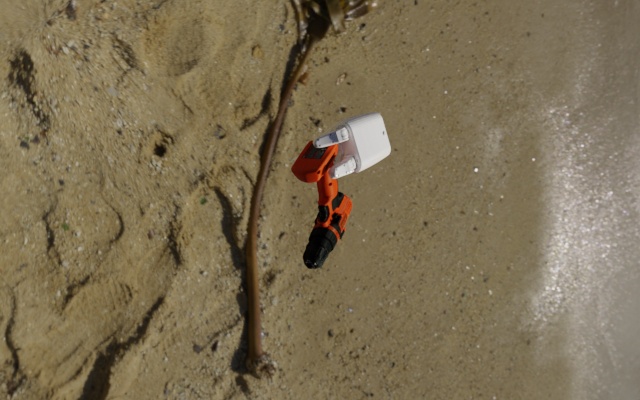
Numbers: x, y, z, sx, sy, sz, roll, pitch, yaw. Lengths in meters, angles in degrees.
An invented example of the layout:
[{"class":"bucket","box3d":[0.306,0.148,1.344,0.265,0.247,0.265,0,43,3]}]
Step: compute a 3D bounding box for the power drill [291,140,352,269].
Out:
[{"class":"power drill","box3d":[0.000,0.002,0.844,0.057,0.188,0.184,5,40,20]}]
